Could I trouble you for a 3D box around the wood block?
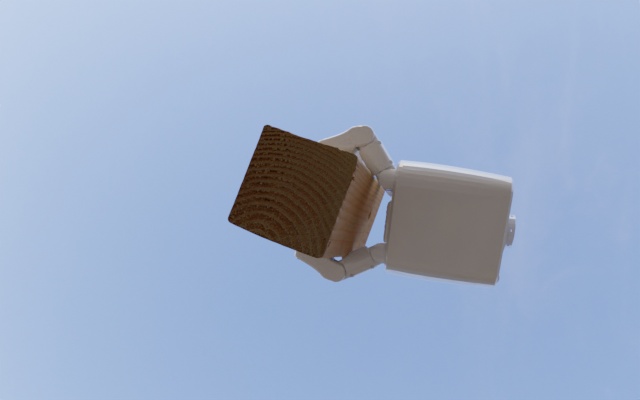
[{"bbox_3d":[0.000,0.002,0.487,0.090,0.091,0.206,20,-1,15],"label":"wood block"}]
